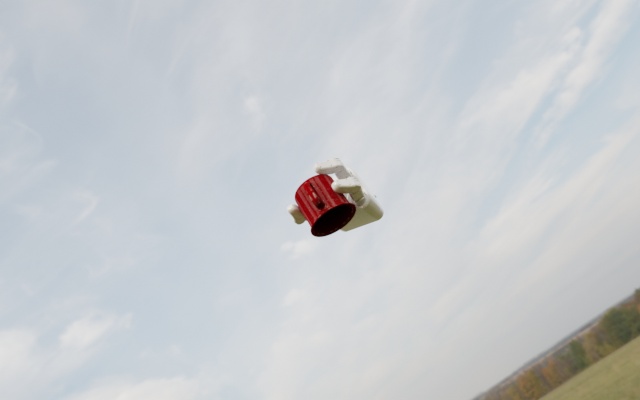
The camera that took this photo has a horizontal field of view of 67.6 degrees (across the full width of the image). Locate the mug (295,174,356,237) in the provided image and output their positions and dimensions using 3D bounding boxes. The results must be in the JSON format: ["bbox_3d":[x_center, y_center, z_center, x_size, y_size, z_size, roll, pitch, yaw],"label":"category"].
[{"bbox_3d":[-0.001,0.002,0.858,0.093,0.081,0.117,-37,-29,8],"label":"mug"}]
